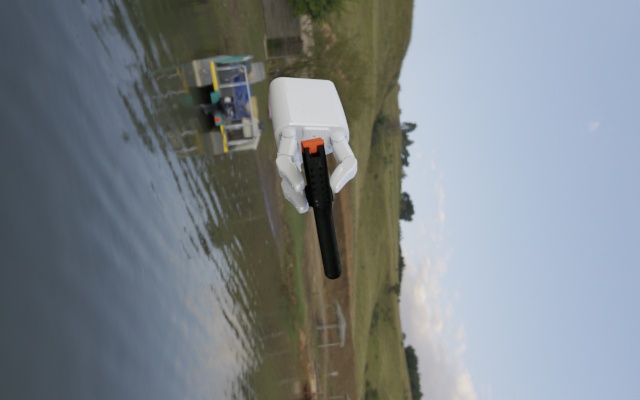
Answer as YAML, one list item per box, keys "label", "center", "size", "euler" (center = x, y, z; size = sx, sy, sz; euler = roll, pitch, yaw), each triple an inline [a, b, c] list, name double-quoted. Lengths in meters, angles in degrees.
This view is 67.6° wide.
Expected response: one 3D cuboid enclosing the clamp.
- label: "clamp"
  center: [0.001, 0.001, 0.658]
  size: [0.036, 0.164, 0.210]
  euler: [-12, -33, -4]
